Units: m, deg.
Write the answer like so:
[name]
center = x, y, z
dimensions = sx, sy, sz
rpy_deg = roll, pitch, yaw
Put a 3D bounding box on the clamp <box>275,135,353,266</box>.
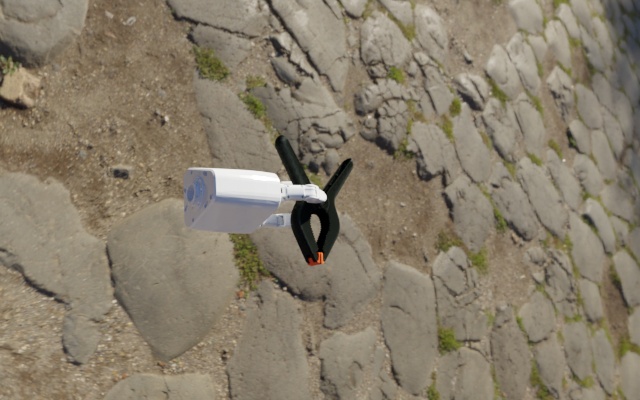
[clamp]
center = 0.001, 0.003, 0.796
dimensions = 0.164, 0.210, 0.036
rpy_deg = 5, -16, -39
